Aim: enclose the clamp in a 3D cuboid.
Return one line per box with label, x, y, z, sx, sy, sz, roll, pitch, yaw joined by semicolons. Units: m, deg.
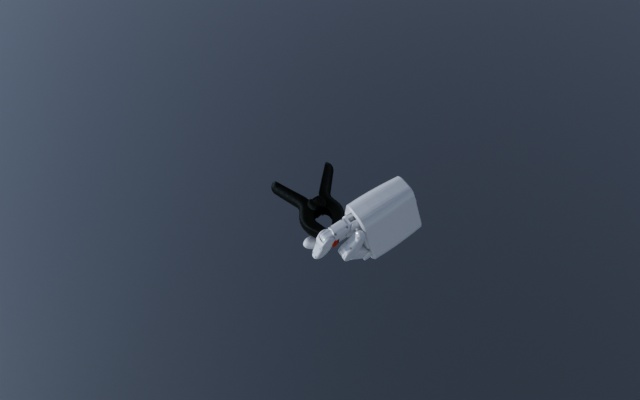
clamp;0.000;0.003;0.849;0.120;0.171;0.039;-32;-30;-9
